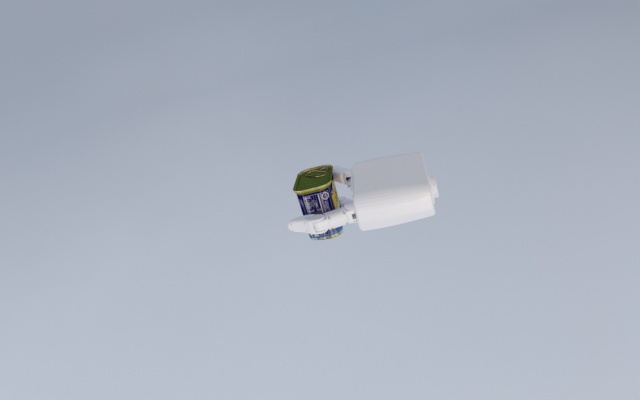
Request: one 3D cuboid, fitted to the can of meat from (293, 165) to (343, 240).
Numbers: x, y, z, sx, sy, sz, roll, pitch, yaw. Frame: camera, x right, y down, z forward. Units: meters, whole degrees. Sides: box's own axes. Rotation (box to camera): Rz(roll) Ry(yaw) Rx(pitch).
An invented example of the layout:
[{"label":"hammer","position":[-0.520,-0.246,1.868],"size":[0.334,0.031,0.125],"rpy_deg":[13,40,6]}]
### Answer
[{"label":"can of meat","position":[0.000,0.003,0.725],"size":[0.057,0.084,0.102],"rpy_deg":[-13,20,8]}]
